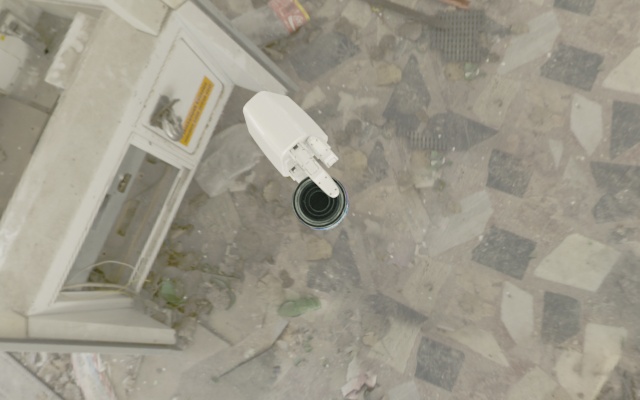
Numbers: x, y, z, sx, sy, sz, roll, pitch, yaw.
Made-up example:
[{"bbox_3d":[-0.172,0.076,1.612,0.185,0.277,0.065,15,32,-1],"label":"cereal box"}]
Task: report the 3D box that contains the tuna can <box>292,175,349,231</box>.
[{"bbox_3d":[0.000,0.002,0.729,0.086,0.086,0.034,0,-6,8],"label":"tuna can"}]
